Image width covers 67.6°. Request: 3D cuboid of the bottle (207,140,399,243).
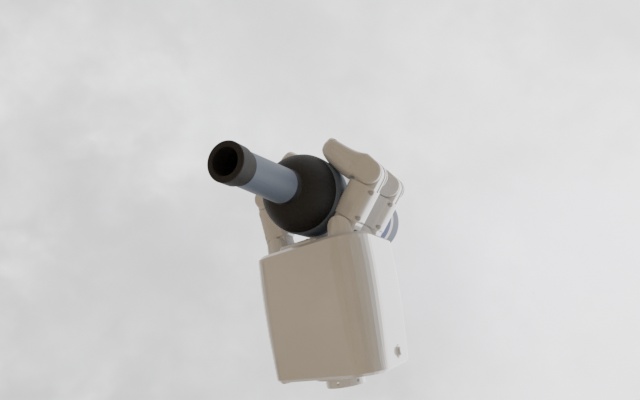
[{"bbox_3d":[0.000,0.001,0.426,0.069,0.069,0.296,0,-10,24],"label":"bottle"}]
